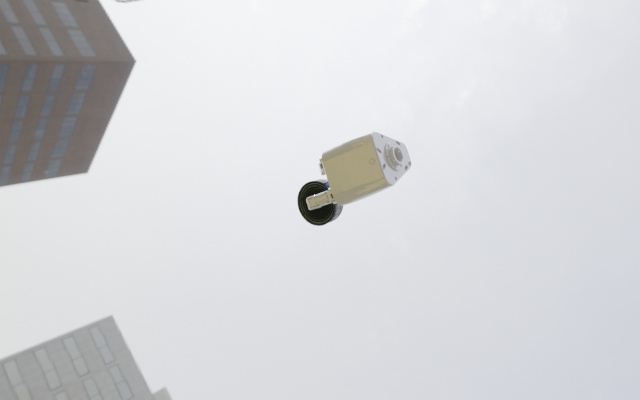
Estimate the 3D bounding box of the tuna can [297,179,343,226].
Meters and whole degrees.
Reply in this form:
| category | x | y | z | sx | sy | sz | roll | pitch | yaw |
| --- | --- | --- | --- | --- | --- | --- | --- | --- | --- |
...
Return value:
| category | x | y | z | sx | sy | sz | roll | pitch | yaw |
| --- | --- | --- | --- | --- | --- | --- | --- | --- | --- |
| tuna can | 0.000 | 0.003 | 0.900 | 0.086 | 0.086 | 0.033 | 0 | 10 | 34 |
